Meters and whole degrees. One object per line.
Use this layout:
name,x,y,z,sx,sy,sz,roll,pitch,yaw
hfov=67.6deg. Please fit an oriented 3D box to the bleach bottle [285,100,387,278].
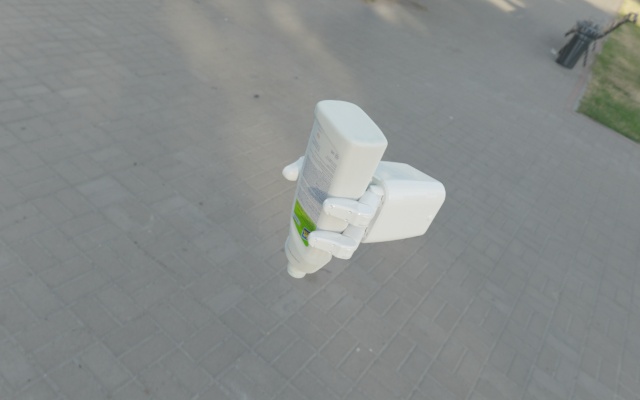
bleach bottle,0.000,0.002,0.631,0.068,0.251,0.102,-3,42,-32
